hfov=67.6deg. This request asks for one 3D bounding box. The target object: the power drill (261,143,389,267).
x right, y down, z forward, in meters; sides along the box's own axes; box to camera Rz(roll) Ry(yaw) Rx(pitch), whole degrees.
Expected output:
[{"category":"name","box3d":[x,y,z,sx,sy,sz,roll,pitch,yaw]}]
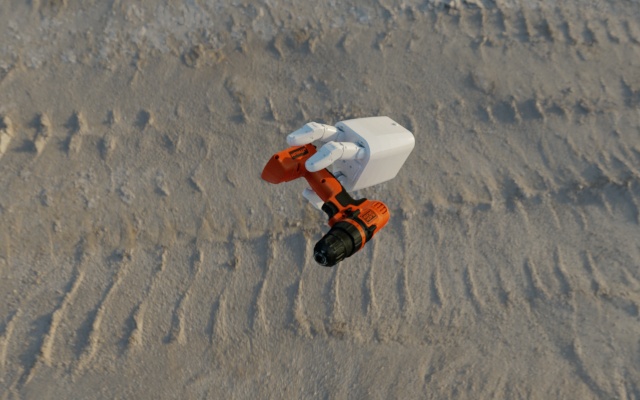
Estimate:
[{"category":"power drill","box3d":[0.000,0.002,0.721,0.184,0.187,0.057,-30,-18,-53]}]
